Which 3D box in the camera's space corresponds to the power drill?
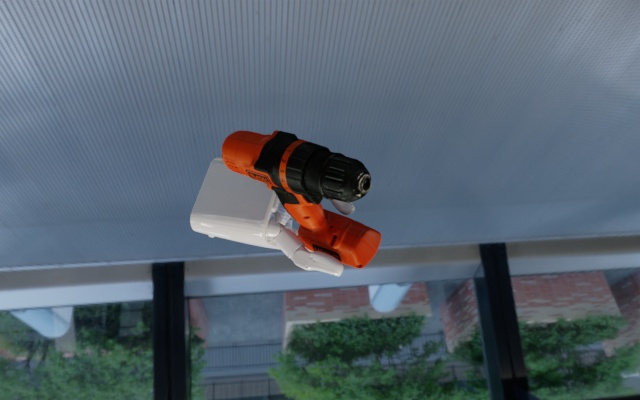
[{"bbox_3d":[0.000,0.002,0.518,0.184,0.057,0.188,20,-24,39],"label":"power drill"}]
